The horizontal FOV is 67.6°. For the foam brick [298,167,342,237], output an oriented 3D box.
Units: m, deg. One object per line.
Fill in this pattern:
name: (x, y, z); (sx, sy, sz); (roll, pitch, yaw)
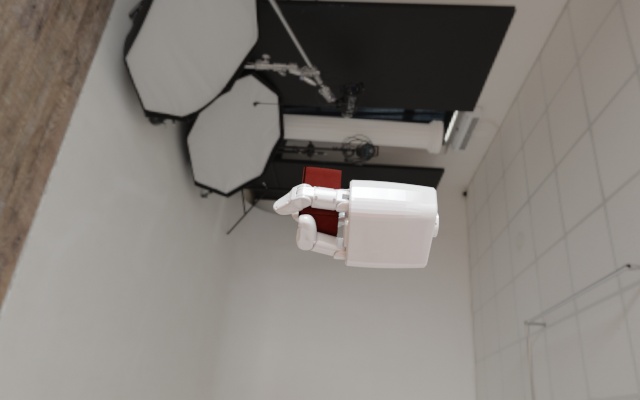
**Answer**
foam brick: (0.000, 0.002, 0.635); (0.051, 0.078, 0.053); (4, -35, 2)
